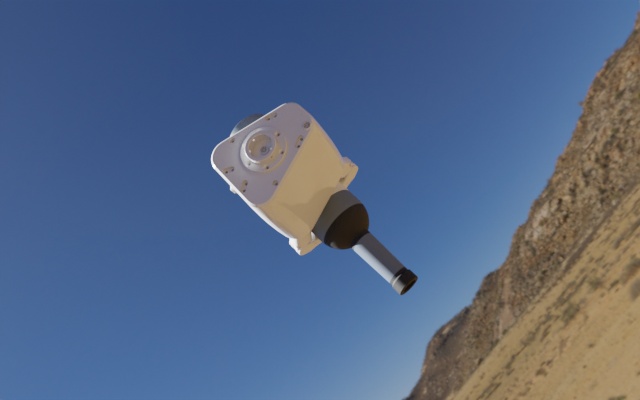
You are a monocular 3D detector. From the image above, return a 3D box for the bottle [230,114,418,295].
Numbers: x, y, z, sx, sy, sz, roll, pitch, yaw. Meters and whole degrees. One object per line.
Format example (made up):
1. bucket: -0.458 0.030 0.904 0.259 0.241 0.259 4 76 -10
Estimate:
1. bottle: 0.000 0.002 0.580 0.295 0.069 0.069 43 22 26
